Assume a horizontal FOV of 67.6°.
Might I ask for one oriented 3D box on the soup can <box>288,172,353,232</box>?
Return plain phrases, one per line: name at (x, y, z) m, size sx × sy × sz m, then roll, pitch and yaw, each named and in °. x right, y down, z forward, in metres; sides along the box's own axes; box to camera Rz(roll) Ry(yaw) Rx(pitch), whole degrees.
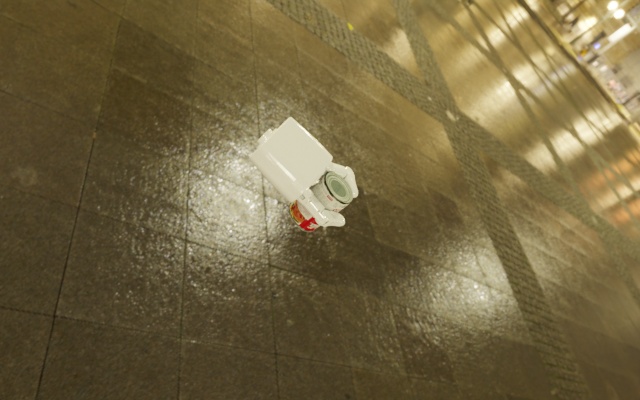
soup can at (0.001, 0.003, 0.857) m, size 0.102 × 0.068 × 0.068 m, roll -38°, pitch -24°, yaw 33°
